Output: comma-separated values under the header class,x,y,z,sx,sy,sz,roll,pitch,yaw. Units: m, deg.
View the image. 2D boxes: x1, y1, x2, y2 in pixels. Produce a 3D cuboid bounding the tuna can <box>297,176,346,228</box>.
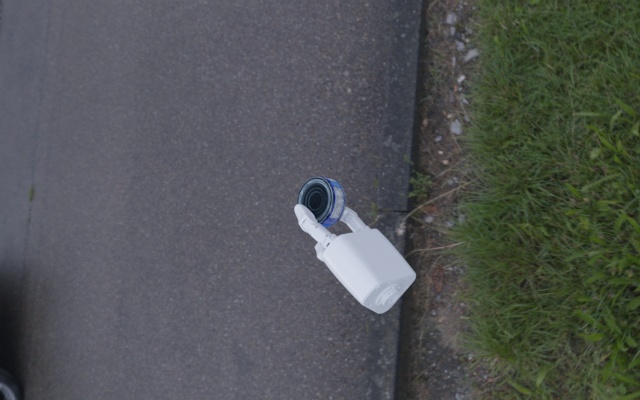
class,x,y,z,sx,sy,sz,roll,pitch,yaw
tuna can,0.000,0.003,0.812,0.086,0.086,0.034,0,-8,42
